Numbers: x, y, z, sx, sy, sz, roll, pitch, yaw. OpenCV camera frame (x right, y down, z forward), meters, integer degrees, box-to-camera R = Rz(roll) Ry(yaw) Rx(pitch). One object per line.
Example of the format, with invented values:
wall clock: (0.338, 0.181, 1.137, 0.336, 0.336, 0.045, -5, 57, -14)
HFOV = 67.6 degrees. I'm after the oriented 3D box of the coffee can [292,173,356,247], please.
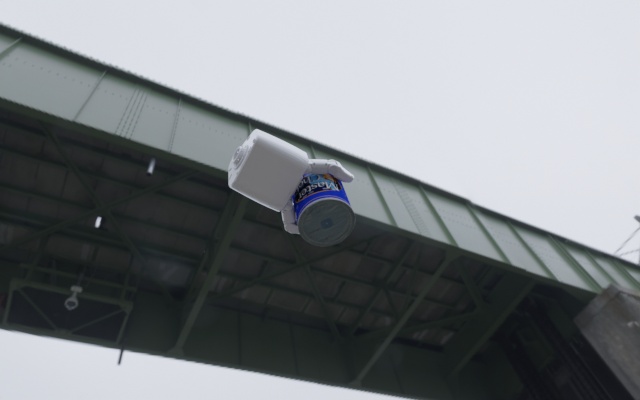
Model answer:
coffee can: (0.000, 0.003, 0.891, 0.103, 0.103, 0.140, 0, 33, -11)
